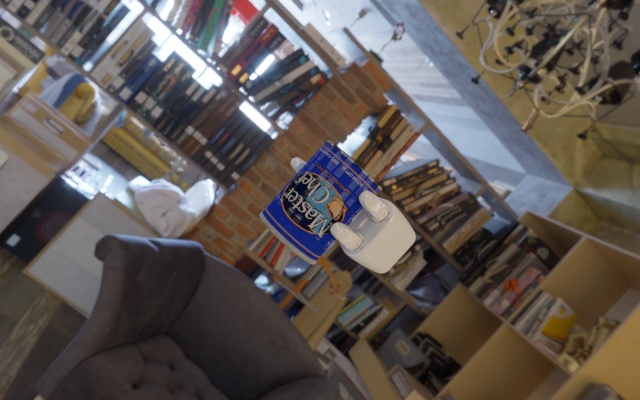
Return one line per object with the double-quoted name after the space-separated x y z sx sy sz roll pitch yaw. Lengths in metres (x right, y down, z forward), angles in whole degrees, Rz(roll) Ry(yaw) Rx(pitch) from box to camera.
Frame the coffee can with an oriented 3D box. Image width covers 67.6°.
0.000 0.002 0.656 0.103 0.140 0.103 42 2 -2 "coffee can"
